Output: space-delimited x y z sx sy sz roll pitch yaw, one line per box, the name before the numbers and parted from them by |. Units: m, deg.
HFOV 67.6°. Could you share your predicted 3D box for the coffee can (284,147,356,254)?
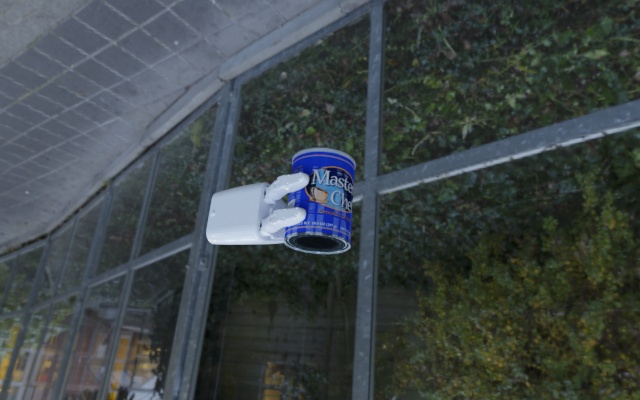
coffee can | 0.000 0.002 0.748 0.103 0.140 0.103 4 -22 2
